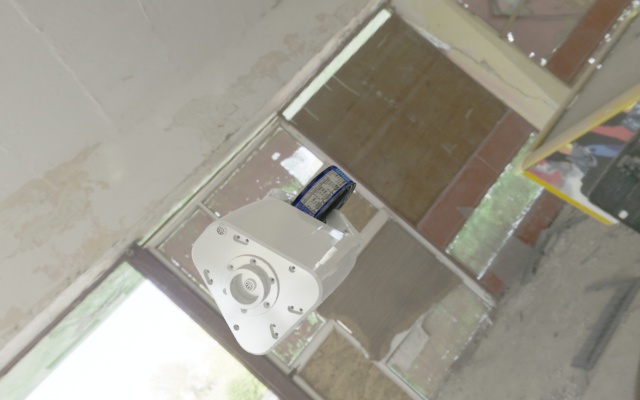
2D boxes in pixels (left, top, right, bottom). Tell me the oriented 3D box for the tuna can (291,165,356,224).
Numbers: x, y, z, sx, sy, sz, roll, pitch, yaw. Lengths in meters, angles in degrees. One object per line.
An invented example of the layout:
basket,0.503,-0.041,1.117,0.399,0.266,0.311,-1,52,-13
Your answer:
tuna can,0.000,0.001,0.541,0.033,0.086,0.086,43,8,9
